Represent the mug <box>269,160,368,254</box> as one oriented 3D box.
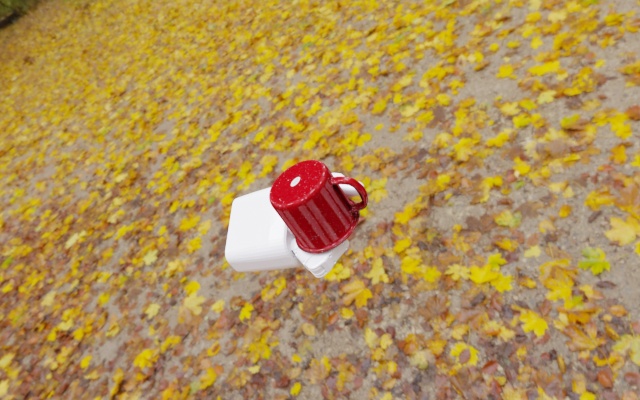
[{"bbox_3d":[0.001,0.002,0.583,0.117,0.093,0.081,-14,-49,27],"label":"mug"}]
